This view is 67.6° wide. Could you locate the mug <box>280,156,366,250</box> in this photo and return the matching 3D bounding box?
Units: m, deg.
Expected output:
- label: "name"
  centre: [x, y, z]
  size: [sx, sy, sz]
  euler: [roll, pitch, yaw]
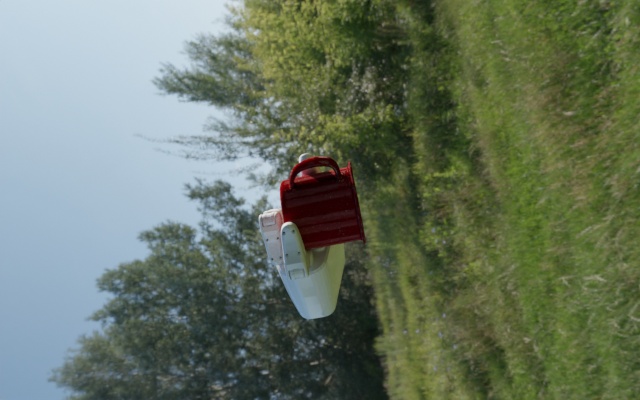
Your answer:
- label: "mug"
  centre: [0.000, 0.001, 0.524]
  size: [0.081, 0.117, 0.093]
  euler: [-11, 44, 3]
